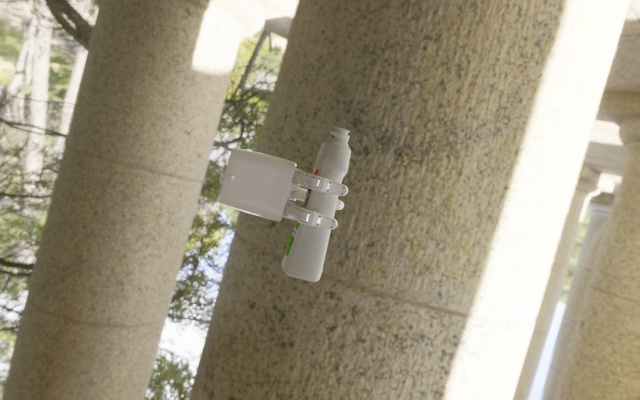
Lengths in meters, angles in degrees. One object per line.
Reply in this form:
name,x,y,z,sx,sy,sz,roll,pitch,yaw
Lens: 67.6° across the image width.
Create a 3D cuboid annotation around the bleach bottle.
bleach bottle,0.000,0.003,0.799,0.068,0.251,0.102,16,2,-5
